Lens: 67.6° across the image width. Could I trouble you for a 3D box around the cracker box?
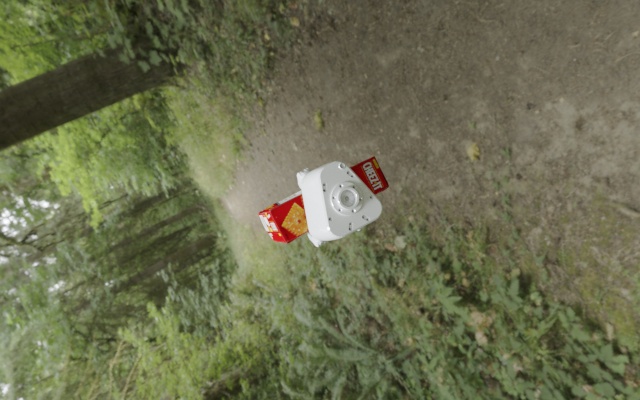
[{"bbox_3d":[0.000,0.003,0.895,0.213,0.072,0.164,-27,3,-14],"label":"cracker box"}]
